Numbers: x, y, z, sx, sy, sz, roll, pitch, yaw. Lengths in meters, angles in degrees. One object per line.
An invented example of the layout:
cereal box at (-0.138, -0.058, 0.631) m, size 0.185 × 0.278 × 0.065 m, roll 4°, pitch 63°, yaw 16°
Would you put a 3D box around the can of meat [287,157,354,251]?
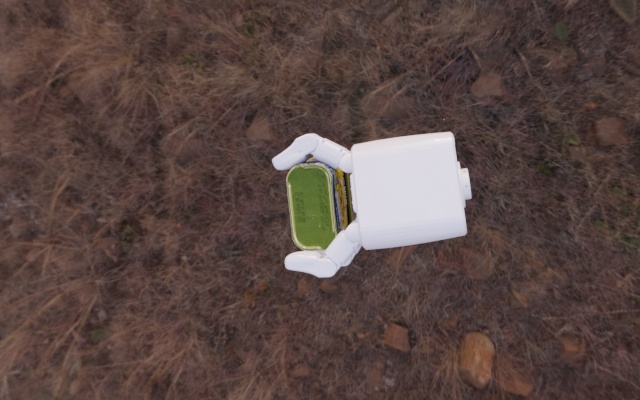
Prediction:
can of meat at (0.000, 0.002, 0.555) m, size 0.057 × 0.102 × 0.084 m, roll -4°, pitch 8°, yaw 15°
